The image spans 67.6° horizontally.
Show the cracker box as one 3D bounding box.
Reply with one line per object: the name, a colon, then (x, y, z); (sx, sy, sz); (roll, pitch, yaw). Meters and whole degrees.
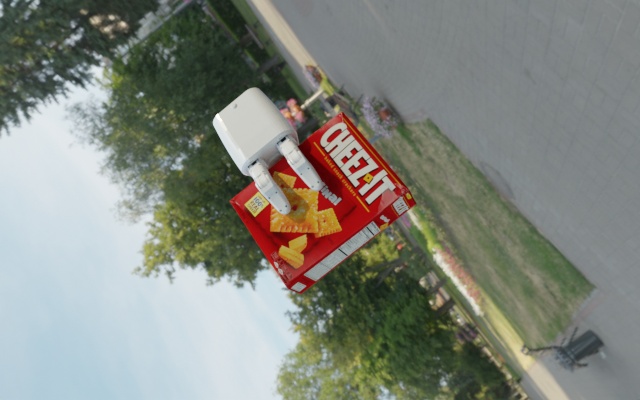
cracker box: (0.000, 0.002, 0.685); (0.214, 0.164, 0.072); (-38, -25, 4)
